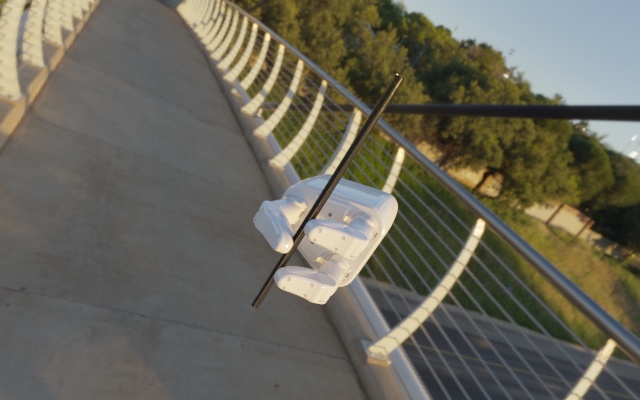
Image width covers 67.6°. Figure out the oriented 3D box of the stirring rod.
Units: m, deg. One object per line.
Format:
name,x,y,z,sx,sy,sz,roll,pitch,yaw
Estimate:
stirring rod,0.000,0.001,0.404,0.011,0.239,0.011,28,19,-11
